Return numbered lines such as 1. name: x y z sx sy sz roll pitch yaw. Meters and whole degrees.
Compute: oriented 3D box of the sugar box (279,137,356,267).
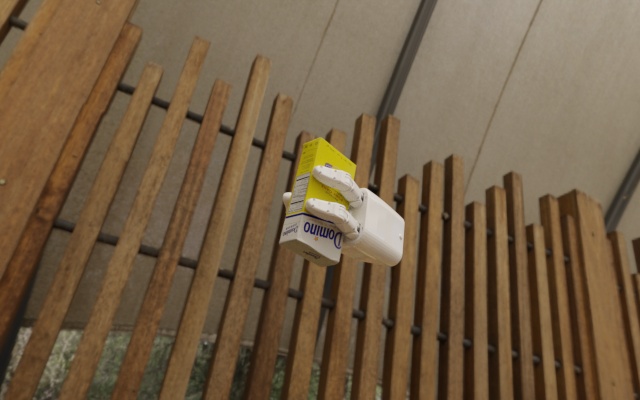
1. sugar box: 0.001 0.002 0.728 0.048 0.176 0.093 -18 -39 40
